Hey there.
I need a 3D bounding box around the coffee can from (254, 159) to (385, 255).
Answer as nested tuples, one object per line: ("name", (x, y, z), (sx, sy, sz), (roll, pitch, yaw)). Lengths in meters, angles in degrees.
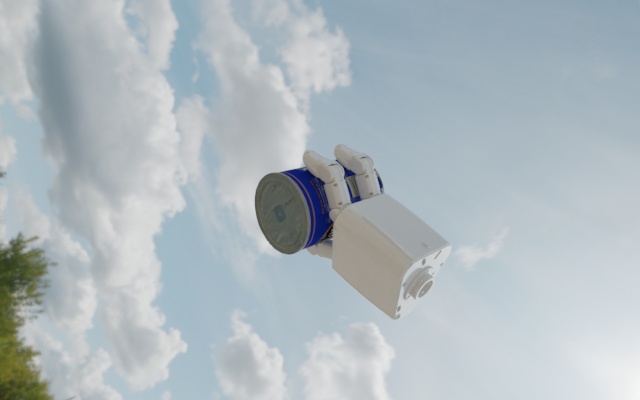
("coffee can", (0.000, 0.002, 0.626), (0.140, 0.103, 0.103), (-16, 11, -40))
